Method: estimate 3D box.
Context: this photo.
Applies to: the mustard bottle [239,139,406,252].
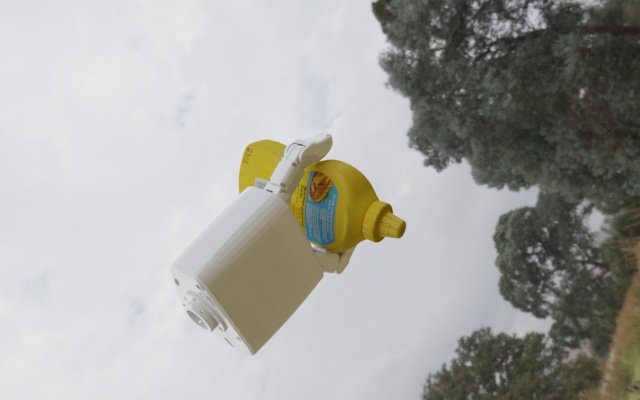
[{"bbox_3d":[0.000,0.001,0.502,0.191,0.096,0.058,19,27,31],"label":"mustard bottle"}]
